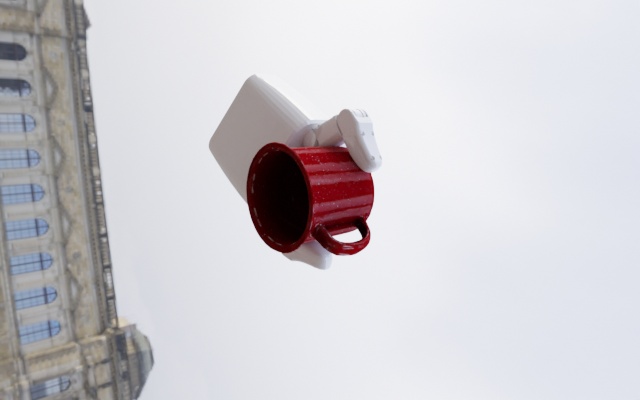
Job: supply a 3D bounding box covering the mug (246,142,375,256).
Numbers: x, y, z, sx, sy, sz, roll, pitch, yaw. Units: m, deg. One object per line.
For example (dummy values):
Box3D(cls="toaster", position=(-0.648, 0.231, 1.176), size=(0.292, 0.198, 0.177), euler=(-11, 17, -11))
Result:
Box3D(cls="mug", position=(0.001, 0.002, 0.417), size=(0.081, 0.093, 0.117), euler=(-8, 45, -41))
